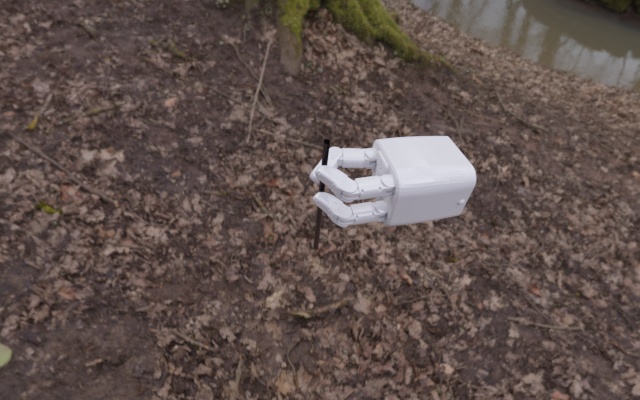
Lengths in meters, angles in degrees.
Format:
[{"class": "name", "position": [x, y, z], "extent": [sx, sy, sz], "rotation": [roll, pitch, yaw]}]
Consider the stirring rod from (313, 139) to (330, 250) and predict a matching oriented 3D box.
[{"class": "stirring rod", "position": [0.000, 0.002, 0.661], "extent": [0.011, 0.011, 0.240], "rotation": [0, -37, -4]}]
